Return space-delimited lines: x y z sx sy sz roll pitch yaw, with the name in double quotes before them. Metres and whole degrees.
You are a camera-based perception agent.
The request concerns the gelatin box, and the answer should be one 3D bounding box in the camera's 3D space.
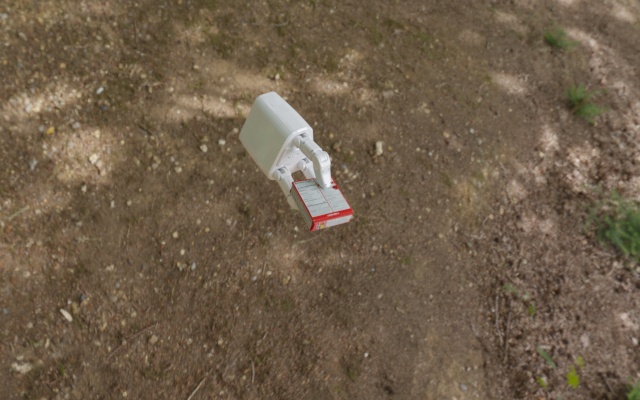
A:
"gelatin box" 0.000 0.002 0.778 0.073 0.089 0.030 -12 -38 -26
